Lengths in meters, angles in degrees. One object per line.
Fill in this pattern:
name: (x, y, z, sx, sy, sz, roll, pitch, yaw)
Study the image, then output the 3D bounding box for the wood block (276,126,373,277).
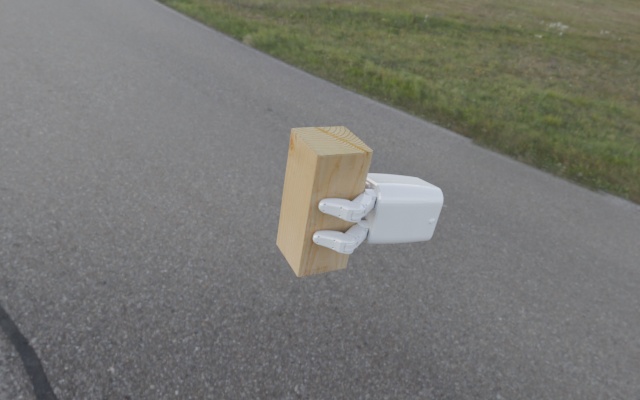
wood block: (0.000, 0.002, 0.718, 0.090, 0.206, 0.090, -7, 34, -26)
